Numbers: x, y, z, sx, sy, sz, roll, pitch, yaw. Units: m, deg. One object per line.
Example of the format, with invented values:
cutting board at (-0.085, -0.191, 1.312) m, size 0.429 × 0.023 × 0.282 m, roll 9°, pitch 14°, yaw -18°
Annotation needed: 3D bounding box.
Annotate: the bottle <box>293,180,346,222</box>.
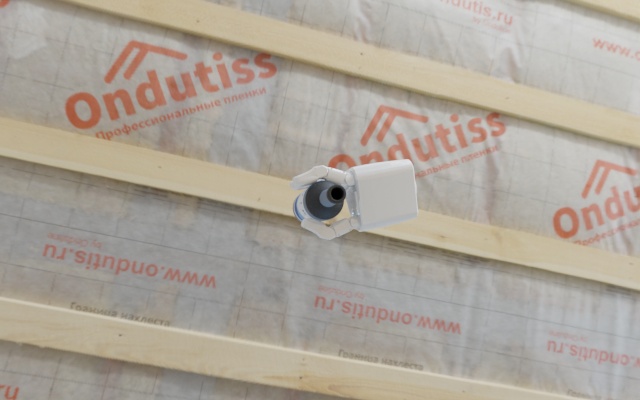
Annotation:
bottle at (0.000, 0.003, 0.827) m, size 0.069 × 0.069 × 0.296 m, roll 0°, pitch -5°, yaw -9°
